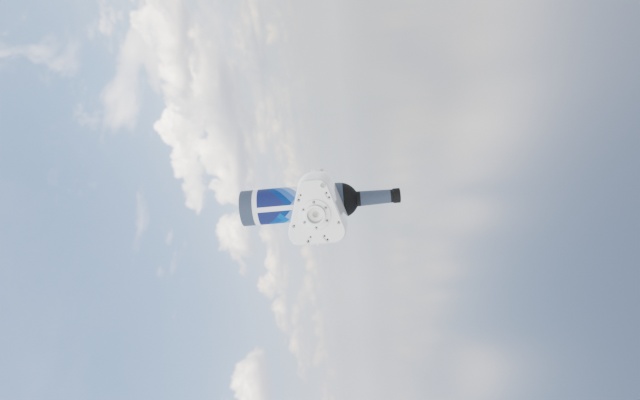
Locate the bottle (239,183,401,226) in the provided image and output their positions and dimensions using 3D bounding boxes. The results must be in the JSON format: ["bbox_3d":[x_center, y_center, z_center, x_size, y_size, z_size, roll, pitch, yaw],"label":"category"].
[{"bbox_3d":[0.000,0.003,0.888,0.296,0.069,0.069,-5,0,4],"label":"bottle"}]
